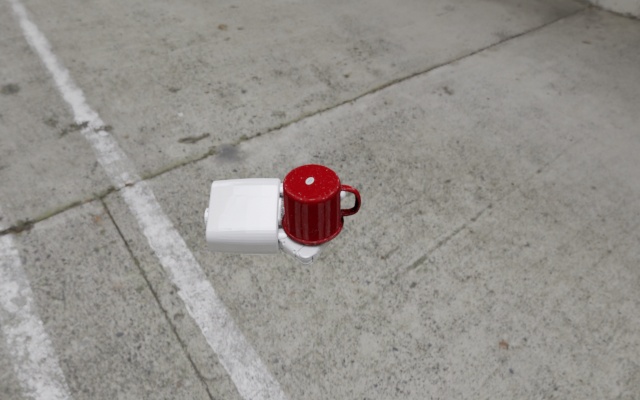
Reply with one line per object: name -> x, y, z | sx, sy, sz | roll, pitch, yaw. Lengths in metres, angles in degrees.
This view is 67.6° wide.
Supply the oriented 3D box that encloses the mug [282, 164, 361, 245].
mug -> 0.002, 0.002, 0.685 | 0.117, 0.082, 0.093 | -1, 43, 0
